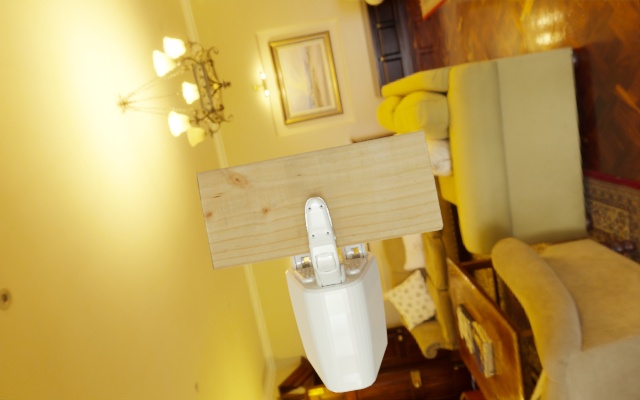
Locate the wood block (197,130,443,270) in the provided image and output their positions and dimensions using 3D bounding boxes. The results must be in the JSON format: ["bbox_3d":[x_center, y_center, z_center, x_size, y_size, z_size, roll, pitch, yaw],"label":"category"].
[{"bbox_3d":[0.000,0.002,0.461,0.206,0.090,0.091,-11,-3,1],"label":"wood block"}]
